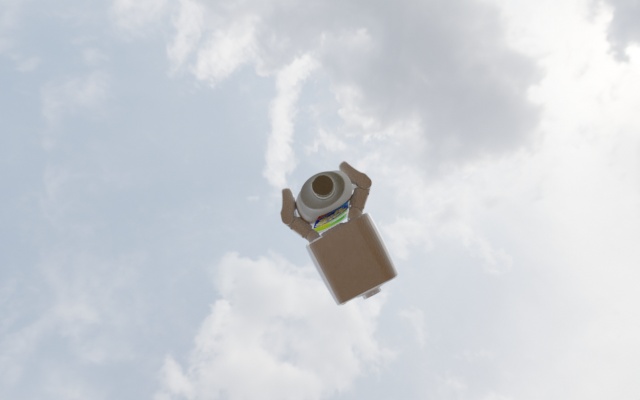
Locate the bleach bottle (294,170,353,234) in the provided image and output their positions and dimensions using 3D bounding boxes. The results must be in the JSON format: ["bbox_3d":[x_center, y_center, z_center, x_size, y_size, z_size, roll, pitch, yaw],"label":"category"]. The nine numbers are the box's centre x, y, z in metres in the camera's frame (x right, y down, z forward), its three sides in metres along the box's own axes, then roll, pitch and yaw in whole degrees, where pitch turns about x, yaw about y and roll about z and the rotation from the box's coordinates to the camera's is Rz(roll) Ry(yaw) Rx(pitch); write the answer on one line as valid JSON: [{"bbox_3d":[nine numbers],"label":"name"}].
[{"bbox_3d":[0.000,0.002,0.751,0.102,0.068,0.251,-26,-9,-2],"label":"bleach bottle"}]
